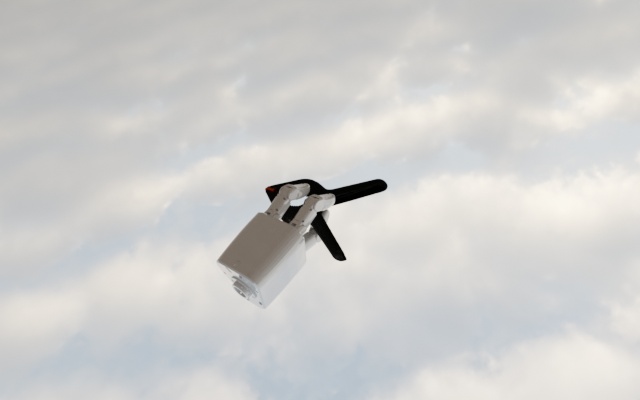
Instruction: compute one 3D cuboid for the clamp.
[{"bbox_3d":[0.000,0.003,0.812,0.210,0.164,0.036,22,-30,33],"label":"clamp"}]
